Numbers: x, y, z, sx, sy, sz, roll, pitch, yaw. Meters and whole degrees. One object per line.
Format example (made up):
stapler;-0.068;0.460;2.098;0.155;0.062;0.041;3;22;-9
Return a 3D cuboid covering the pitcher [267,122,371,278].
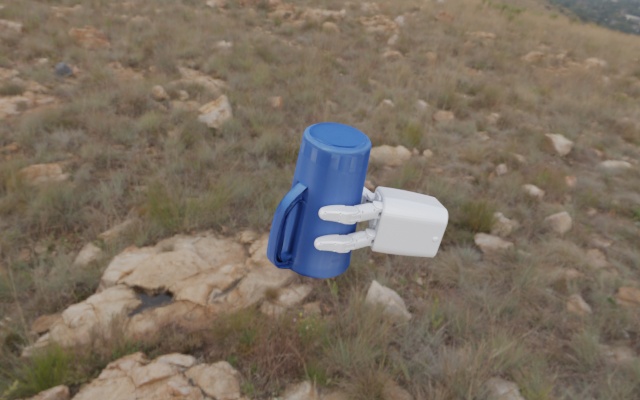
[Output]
pitcher;0.000;0.003;0.790;0.145;0.243;0.149;10;31;-2
